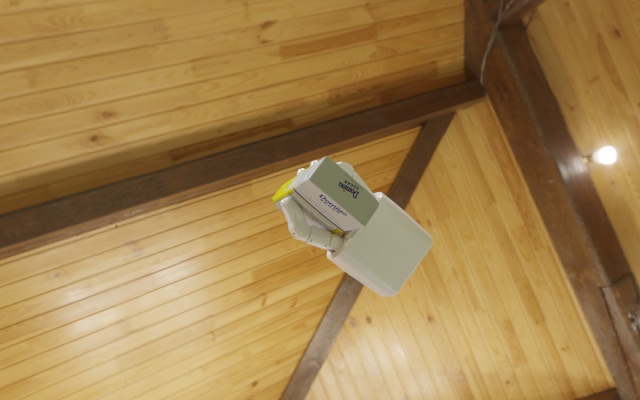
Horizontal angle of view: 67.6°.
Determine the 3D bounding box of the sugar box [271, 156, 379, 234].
[{"bbox_3d":[0.000,0.002,0.650,0.093,0.048,0.176,40,-23,-11],"label":"sugar box"}]
